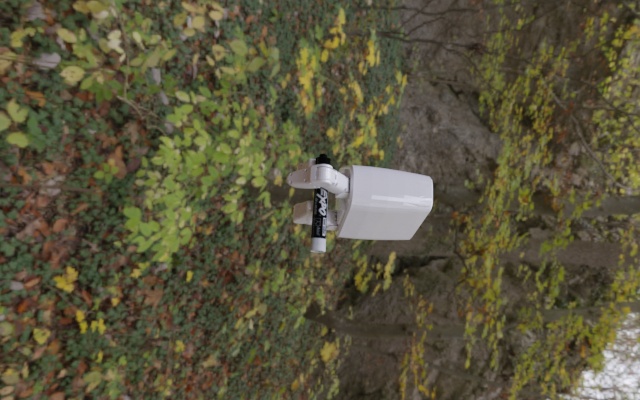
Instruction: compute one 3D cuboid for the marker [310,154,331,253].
[{"bbox_3d":[0.000,0.002,0.577,0.020,0.121,0.020,3,-14,1],"label":"marker"}]
